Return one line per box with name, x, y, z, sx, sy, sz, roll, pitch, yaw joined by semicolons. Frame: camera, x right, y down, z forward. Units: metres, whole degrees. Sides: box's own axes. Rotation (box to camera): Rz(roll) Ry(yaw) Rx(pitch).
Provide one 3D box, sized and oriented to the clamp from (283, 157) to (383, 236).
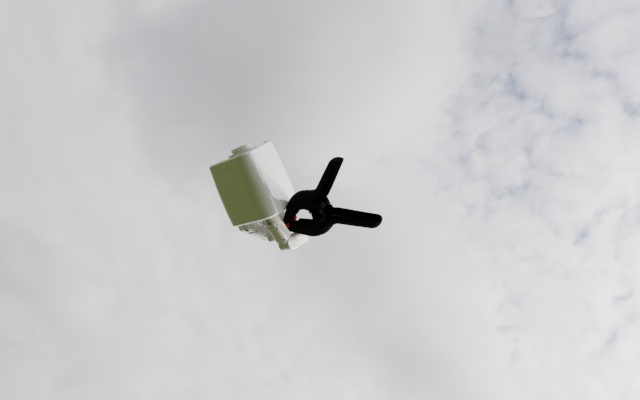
clamp;0.000;0.002;0.732;0.171;0.120;0.039;-15;15;33
